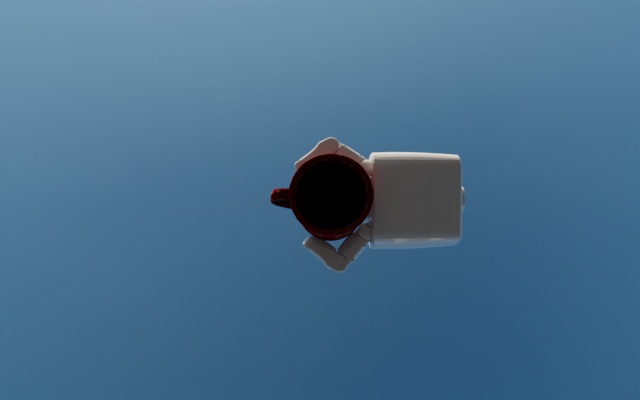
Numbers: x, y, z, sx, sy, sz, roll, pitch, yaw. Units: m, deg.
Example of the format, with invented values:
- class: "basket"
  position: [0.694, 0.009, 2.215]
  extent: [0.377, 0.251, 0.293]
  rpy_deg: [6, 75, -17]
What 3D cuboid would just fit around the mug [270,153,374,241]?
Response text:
- class: "mug"
  position: [-0.001, 0.002, 0.559]
  extent: [0.117, 0.093, 0.081]
  rpy_deg: [1, -14, 1]
